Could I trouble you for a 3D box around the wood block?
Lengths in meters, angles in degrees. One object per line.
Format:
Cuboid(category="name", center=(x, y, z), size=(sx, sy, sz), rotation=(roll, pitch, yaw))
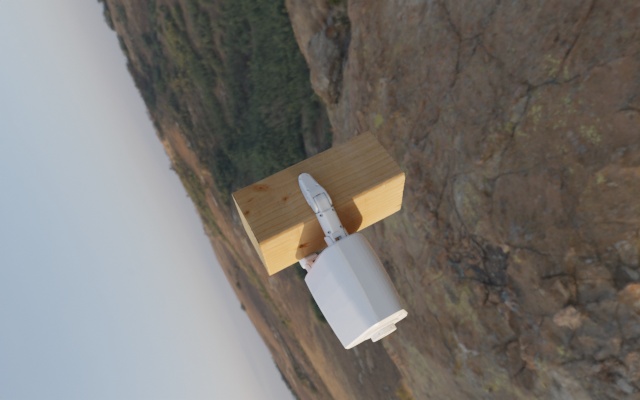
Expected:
Cuboid(category="wood block", center=(0.000, 0.002, 0.643), size=(0.206, 0.090, 0.091), rotation=(-26, -31, -13))
